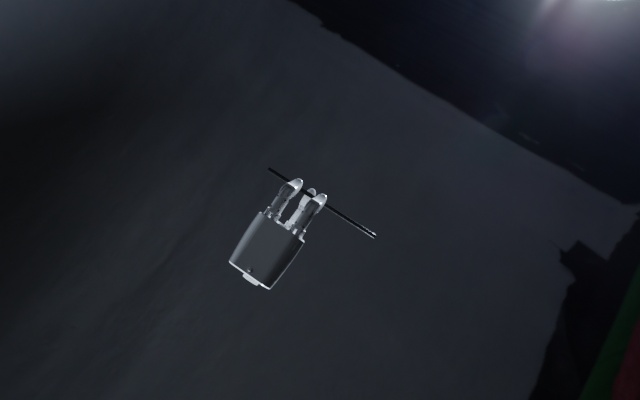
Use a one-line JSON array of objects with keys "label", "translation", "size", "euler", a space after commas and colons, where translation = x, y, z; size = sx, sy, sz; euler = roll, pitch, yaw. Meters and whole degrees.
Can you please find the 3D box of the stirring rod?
[{"label": "stirring rod", "translation": [0.000, 0.003, 0.892], "size": [0.239, 0.011, 0.011], "euler": [32, 7, 11]}]
